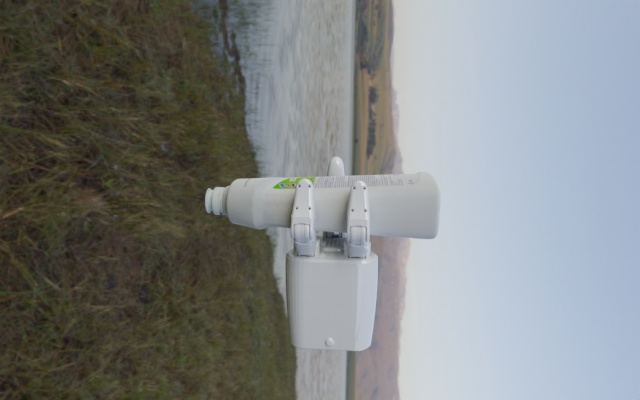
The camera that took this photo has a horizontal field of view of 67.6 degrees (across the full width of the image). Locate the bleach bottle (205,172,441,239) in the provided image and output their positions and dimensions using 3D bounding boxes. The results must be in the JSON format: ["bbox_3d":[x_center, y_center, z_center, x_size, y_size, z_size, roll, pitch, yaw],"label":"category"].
[{"bbox_3d":[0.000,0.002,0.536,0.251,0.068,0.102,2,12,4],"label":"bleach bottle"}]
